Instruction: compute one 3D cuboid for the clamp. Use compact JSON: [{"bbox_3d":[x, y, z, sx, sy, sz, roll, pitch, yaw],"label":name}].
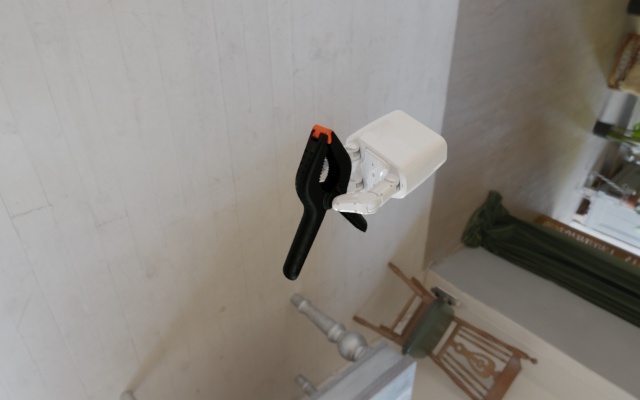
[{"bbox_3d":[0.001,0.002,0.648,0.036,0.210,0.164,26,49,37],"label":"clamp"}]
